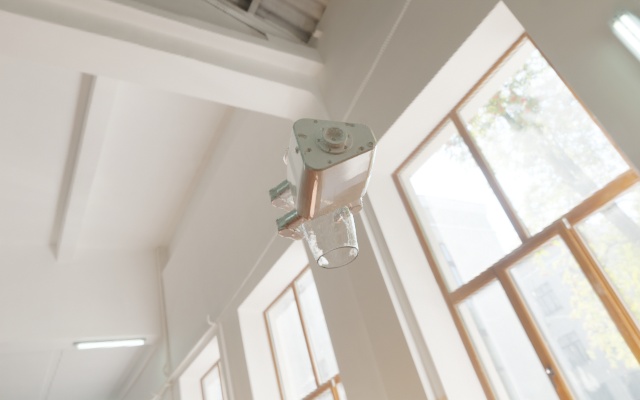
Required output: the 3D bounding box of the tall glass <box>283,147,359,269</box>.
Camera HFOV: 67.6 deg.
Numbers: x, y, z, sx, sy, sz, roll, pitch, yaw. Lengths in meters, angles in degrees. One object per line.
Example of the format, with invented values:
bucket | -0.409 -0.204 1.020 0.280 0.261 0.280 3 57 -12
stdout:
tall glass | 0.000 0.002 0.734 0.079 0.201 0.079 -12 -33 -8
